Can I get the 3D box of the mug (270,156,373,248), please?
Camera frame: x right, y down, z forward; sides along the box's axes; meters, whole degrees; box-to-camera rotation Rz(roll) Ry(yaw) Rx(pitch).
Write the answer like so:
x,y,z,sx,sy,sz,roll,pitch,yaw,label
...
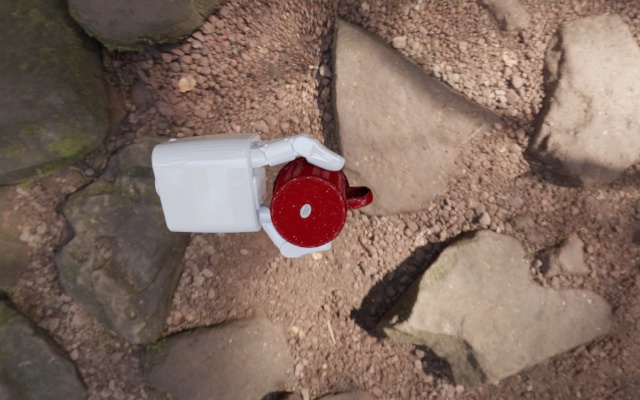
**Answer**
x,y,z,sx,sy,sz,roll,pitch,yaw,label
0.002,0.002,0.530,0.117,0.093,0.081,-4,16,3,mug
